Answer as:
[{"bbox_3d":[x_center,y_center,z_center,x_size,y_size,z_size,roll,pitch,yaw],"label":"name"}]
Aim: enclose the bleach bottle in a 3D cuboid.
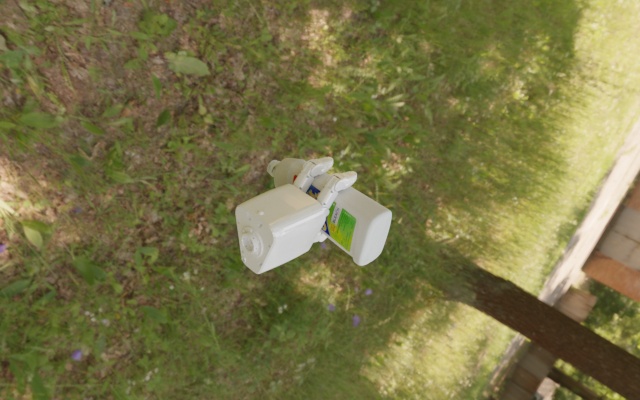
[{"bbox_3d":[0.000,0.003,0.819,0.250,0.103,0.068,33,36,32],"label":"bleach bottle"}]
